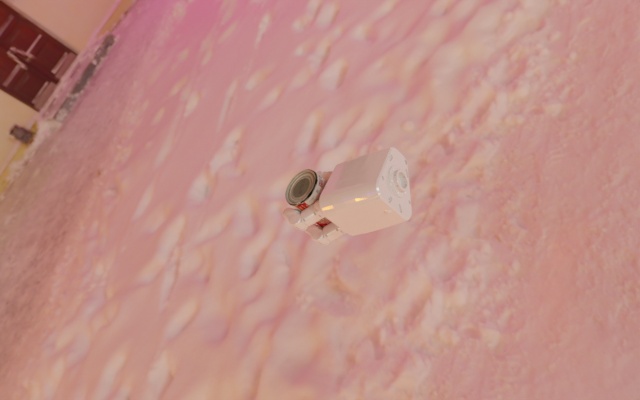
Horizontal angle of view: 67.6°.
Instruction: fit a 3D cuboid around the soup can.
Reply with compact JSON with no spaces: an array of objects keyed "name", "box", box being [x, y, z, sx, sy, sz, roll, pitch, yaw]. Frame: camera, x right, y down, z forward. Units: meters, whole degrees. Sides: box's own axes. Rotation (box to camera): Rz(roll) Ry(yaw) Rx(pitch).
[{"name":"soup can","box":[0.000,0.002,0.786,0.068,0.068,0.102,0,-29,47]}]
